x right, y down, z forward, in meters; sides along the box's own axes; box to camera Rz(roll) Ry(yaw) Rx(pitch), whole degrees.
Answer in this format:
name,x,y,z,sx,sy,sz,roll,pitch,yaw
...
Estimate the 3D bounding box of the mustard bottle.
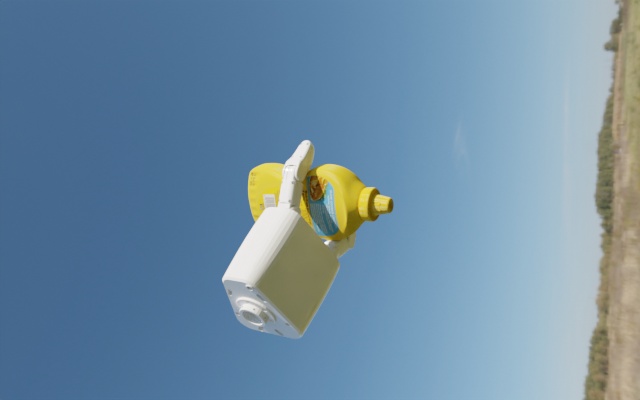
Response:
name,x,y,z,sx,sy,sz,roll,pitch,yaw
mustard bottle,0.000,0.002,0.606,0.191,0.096,0.058,3,20,31
